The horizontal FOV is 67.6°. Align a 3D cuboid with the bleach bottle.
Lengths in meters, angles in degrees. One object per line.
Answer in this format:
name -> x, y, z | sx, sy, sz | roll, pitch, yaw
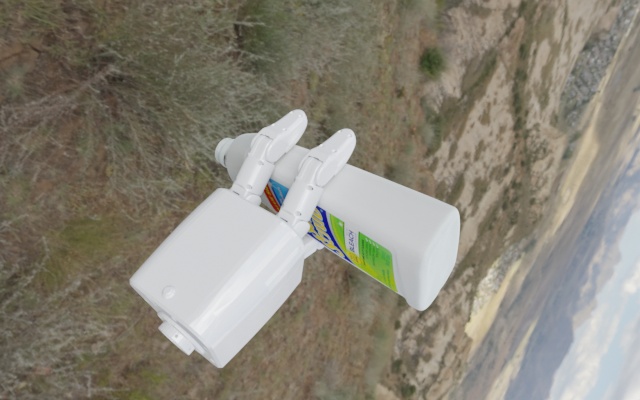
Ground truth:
bleach bottle -> 0.000, 0.001, 0.446 | 0.250, 0.068, 0.103 | 26, -29, 29
